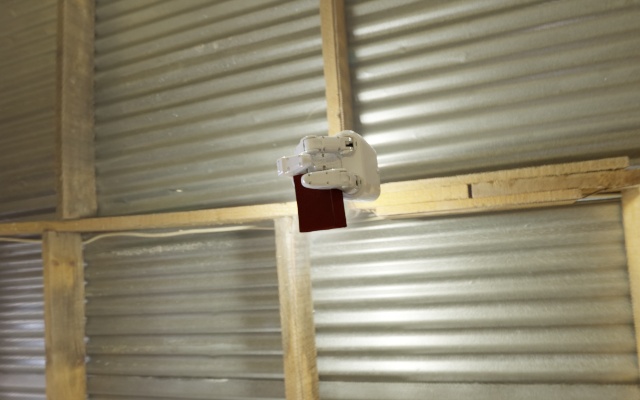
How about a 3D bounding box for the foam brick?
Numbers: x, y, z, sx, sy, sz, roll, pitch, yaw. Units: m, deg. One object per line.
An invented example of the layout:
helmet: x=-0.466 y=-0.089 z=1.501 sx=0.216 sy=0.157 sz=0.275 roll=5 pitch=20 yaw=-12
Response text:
foam brick: x=0.000 y=0.002 z=0.640 sx=0.053 sy=0.078 sz=0.051 roll=-9 pitch=-8 yaw=20
